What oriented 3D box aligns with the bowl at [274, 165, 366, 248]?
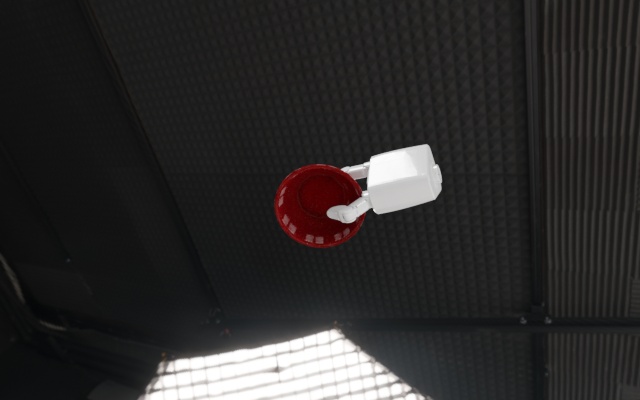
[{"bbox_3d":[-0.001,0.003,0.865,0.162,0.162,0.055,0,24,3],"label":"bowl"}]
